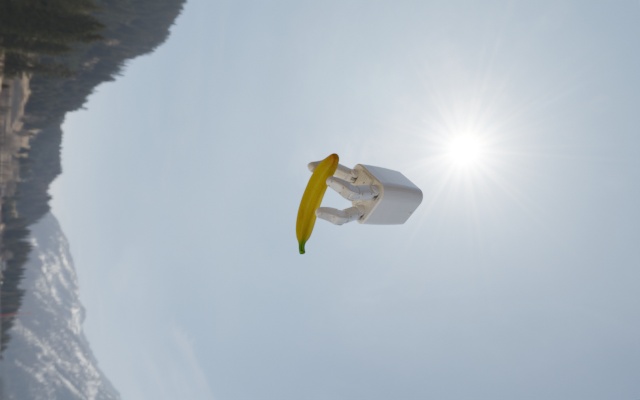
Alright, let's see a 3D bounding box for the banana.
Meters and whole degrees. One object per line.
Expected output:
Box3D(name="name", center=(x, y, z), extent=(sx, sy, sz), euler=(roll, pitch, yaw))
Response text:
Box3D(name="banana", center=(-0.009, -0.001, 0.883), extent=(0.037, 0.198, 0.069), euler=(8, 19, -30))
